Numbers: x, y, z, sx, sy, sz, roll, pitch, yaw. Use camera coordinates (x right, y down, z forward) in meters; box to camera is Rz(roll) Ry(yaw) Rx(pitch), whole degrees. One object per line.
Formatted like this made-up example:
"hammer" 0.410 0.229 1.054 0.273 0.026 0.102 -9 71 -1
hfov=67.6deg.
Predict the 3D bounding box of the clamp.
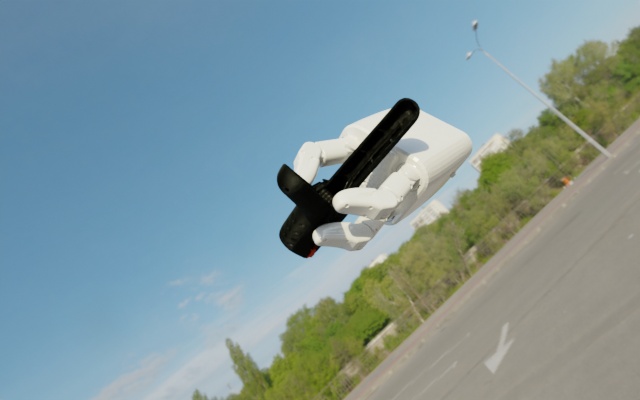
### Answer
"clamp" 0.000 0.001 0.463 0.164 0.036 0.210 -29 -21 -40
